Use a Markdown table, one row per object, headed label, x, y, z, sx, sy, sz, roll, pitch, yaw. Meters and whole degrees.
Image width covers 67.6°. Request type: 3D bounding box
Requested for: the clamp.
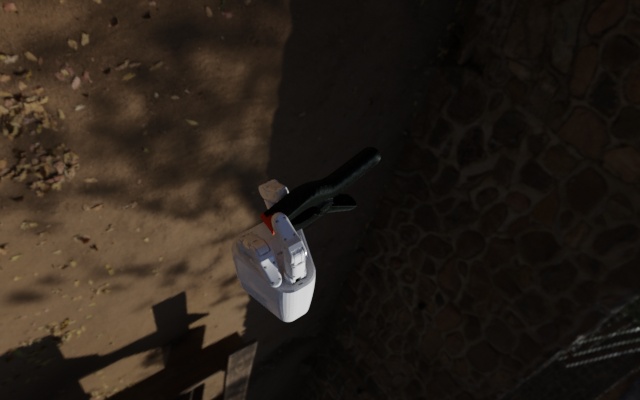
| label | x | y | z | sx | sy | sz | roll | pitch | yaw |
| --- | --- | --- | --- | --- | --- | --- | --- | --- | --- |
| clamp | 0.000 | 0.002 | 0.622 | 0.171 | 0.039 | 0.120 | -28 | -30 | -22 |
